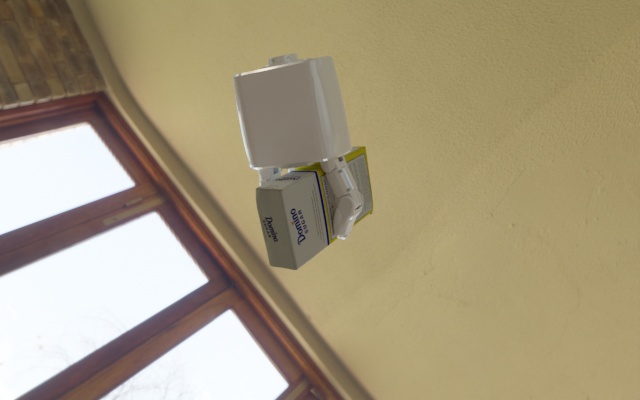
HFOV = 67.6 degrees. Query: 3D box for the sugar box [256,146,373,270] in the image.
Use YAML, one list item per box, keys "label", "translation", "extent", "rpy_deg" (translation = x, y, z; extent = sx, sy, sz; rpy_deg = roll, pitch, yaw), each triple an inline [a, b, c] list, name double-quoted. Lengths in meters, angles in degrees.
- label: "sugar box"
  translation: [0.000, 0.002, 0.565]
  extent: [0.048, 0.093, 0.176]
  rpy_deg: [4, 21, 37]
